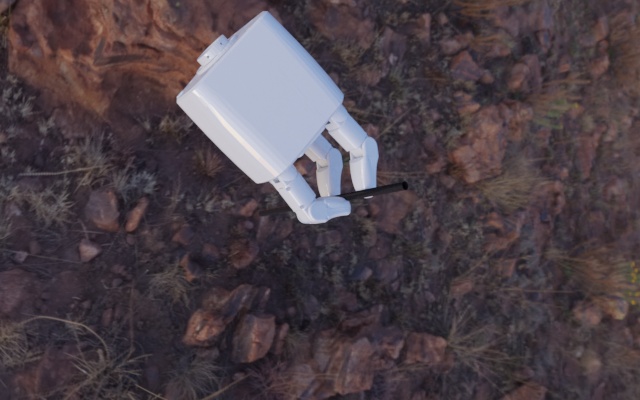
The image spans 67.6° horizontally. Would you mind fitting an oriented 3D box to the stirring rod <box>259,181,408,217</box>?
[{"bbox_3d":[0.000,0.002,0.519,0.011,0.011,0.239,0,-7,-39],"label":"stirring rod"}]
